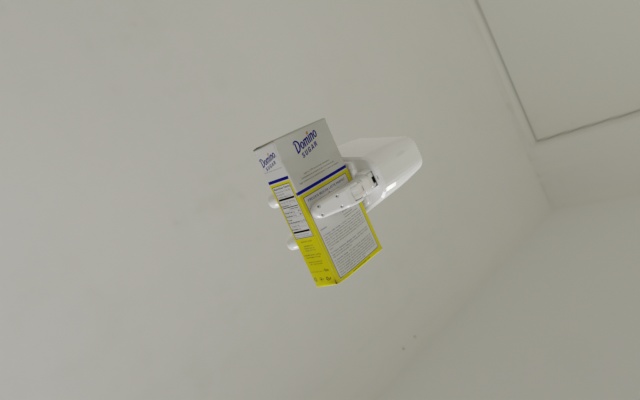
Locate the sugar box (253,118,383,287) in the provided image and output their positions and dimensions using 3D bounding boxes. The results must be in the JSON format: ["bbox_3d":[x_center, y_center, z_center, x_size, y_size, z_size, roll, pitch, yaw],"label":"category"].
[{"bbox_3d":[0.000,0.002,0.558,0.048,0.176,0.093,-19,9,46],"label":"sugar box"}]
